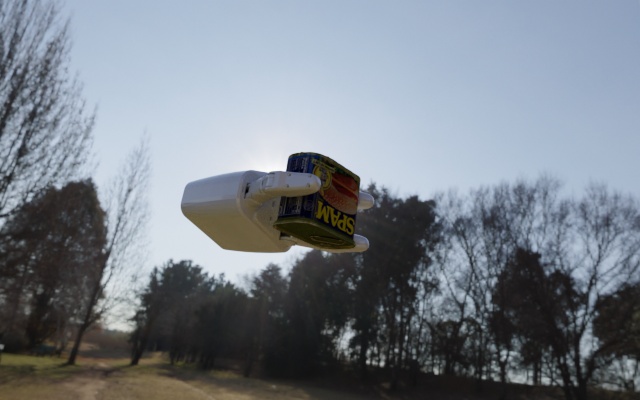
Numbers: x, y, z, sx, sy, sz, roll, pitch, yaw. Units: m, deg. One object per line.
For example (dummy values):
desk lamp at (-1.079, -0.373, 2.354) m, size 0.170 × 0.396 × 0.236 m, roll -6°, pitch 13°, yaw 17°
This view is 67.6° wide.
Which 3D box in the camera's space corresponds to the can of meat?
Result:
can of meat at (0.000, 0.001, 0.541) m, size 0.057 × 0.084 × 0.102 m, roll -7°, pitch -24°, yaw 39°
